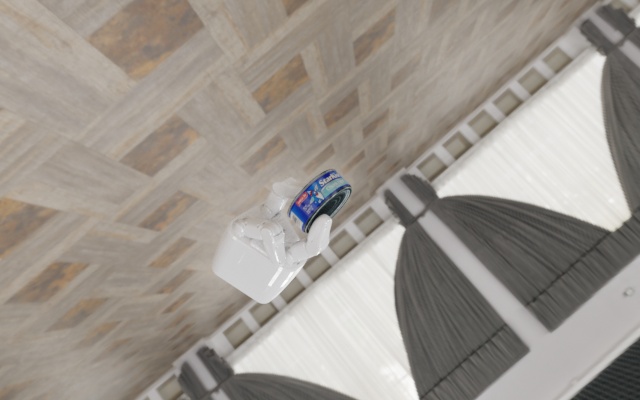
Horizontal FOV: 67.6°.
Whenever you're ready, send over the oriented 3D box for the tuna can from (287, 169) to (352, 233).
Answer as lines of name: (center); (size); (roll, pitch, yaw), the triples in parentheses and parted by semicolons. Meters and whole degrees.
tuna can: (0.001, 0.002, 0.613); (0.033, 0.086, 0.086); (45, 15, 15)
